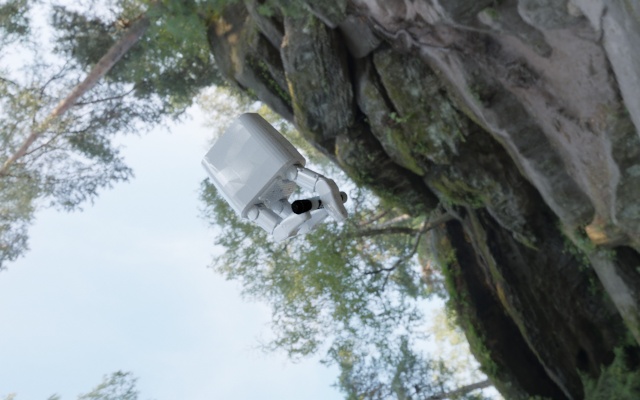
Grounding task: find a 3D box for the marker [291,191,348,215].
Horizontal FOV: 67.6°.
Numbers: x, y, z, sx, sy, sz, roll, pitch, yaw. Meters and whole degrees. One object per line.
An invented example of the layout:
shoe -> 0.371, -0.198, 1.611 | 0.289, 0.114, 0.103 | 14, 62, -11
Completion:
marker -> 0.000, 0.002, 0.628 | 0.020, 0.020, 0.121 | 0, 6, 32
